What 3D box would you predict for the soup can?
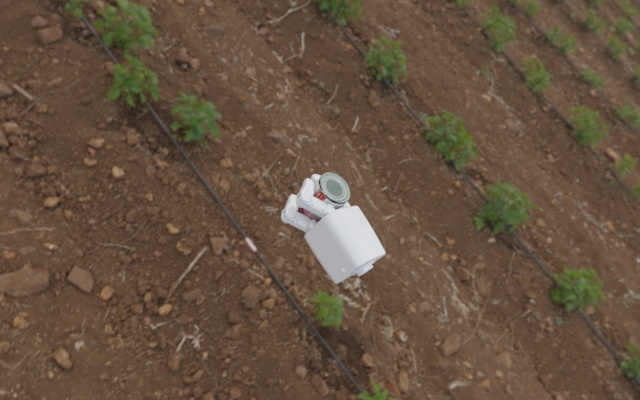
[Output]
[{"bbox_3d":[0.000,0.002,0.884,0.068,0.068,0.102,0,-31,-38],"label":"soup can"}]
